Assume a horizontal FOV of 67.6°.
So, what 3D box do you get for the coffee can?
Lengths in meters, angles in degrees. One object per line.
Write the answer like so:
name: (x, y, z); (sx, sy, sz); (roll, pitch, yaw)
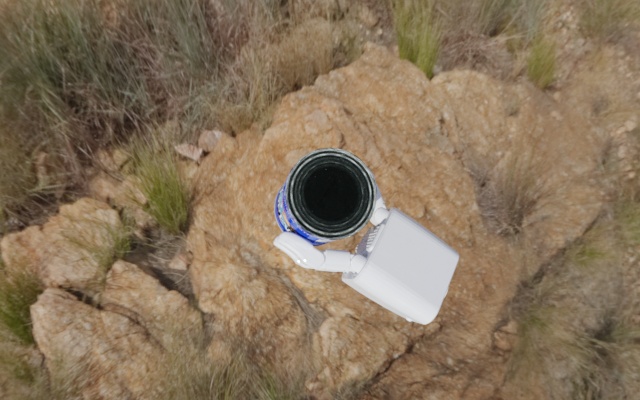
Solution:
coffee can: (0.000, 0.002, 0.587); (0.103, 0.103, 0.140); (0, -8, -10)
